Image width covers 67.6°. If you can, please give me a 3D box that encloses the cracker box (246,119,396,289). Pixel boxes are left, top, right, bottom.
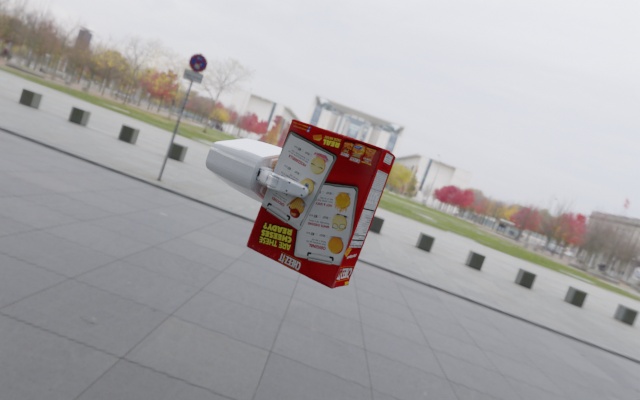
[{"bbox_3d":[0.000,0.002,0.731,0.164,0.214,0.072,22,5,27],"label":"cracker box"}]
